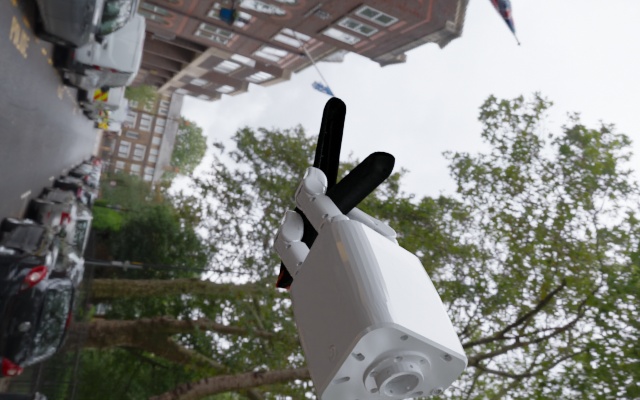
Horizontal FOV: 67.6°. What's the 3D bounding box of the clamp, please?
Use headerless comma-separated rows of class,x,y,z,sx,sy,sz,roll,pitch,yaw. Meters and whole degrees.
clamp,0.001,0.002,0.496,0.036,0.210,0.164,14,31,-21
